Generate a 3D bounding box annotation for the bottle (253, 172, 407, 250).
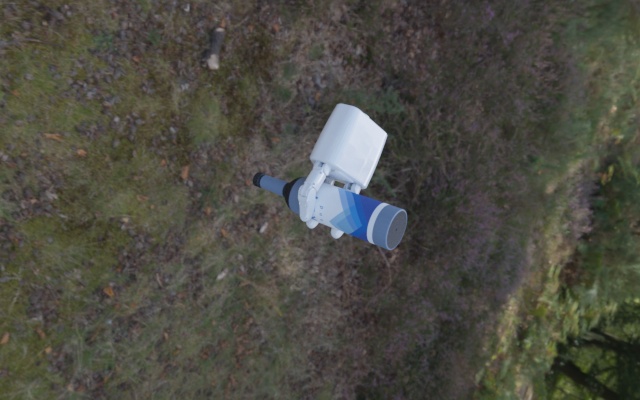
[{"bbox_3d":[0.000,0.003,0.811,0.295,0.069,0.069,20,11,32],"label":"bottle"}]
